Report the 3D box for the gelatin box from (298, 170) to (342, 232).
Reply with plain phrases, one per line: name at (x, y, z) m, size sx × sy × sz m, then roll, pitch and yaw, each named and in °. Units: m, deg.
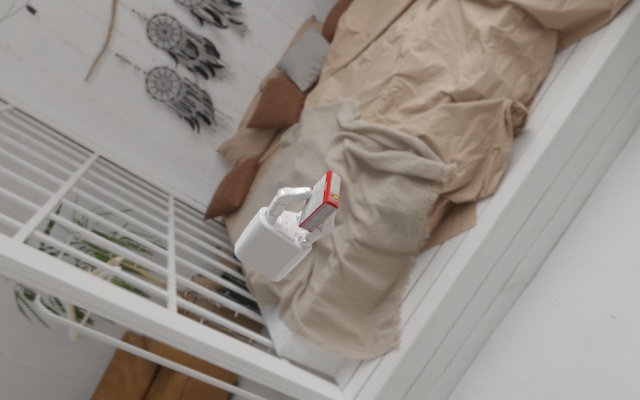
gelatin box at (0.000, 0.002, 0.821) m, size 0.030 × 0.073 × 0.089 m, roll 26°, pitch -44°, yaw -19°
